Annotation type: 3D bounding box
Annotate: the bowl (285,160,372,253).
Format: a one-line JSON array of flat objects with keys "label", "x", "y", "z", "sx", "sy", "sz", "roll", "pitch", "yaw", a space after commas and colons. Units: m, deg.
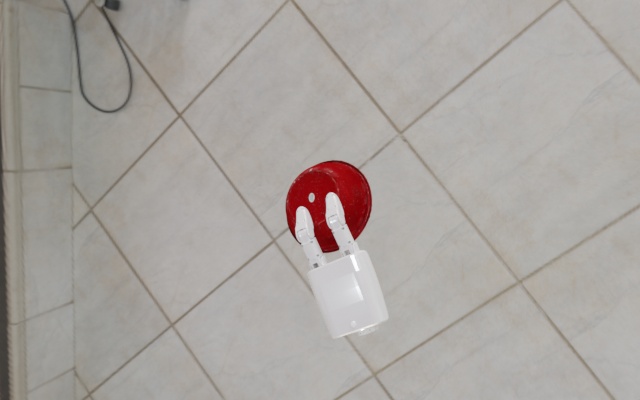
[{"label": "bowl", "x": -0.001, "y": 0.001, "z": 0.782, "sx": 0.162, "sy": 0.162, "sz": 0.055, "roll": 0, "pitch": -15, "yaw": 29}]
